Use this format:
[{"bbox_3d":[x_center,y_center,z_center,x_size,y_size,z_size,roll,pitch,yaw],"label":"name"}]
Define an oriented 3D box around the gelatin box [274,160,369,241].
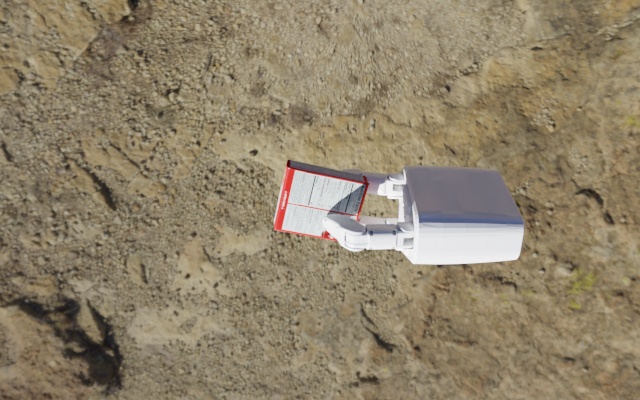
[{"bbox_3d":[0.000,0.002,0.514,0.089,0.073,0.030,11,22,-9],"label":"gelatin box"}]
